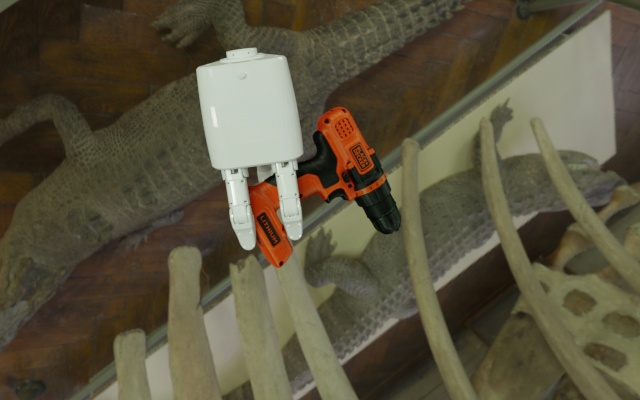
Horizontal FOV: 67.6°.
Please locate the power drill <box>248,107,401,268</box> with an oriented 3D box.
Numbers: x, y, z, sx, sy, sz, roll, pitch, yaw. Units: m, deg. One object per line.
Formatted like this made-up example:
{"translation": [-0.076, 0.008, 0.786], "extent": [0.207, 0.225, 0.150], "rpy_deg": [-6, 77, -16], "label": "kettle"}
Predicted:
{"translation": [0.000, 0.002, 0.603], "extent": [0.187, 0.184, 0.057], "rpy_deg": [-34, 15, -16], "label": "power drill"}
